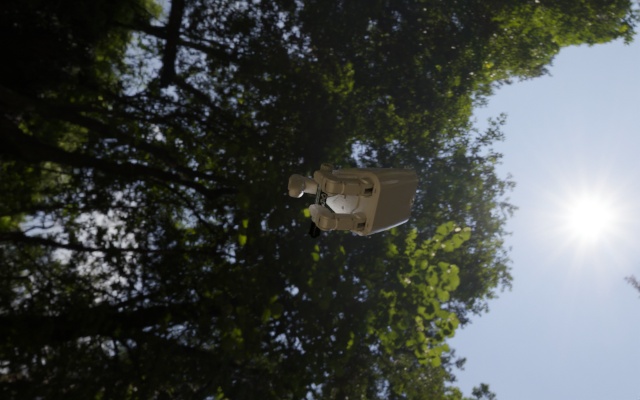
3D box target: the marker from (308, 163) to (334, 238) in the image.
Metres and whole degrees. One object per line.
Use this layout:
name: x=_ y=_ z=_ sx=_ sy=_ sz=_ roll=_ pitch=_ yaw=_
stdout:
marker: x=0.000 y=0.002 z=0.730 sx=0.020 sy=0.121 sz=0.020 roll=9 pitch=21 yaw=-4
